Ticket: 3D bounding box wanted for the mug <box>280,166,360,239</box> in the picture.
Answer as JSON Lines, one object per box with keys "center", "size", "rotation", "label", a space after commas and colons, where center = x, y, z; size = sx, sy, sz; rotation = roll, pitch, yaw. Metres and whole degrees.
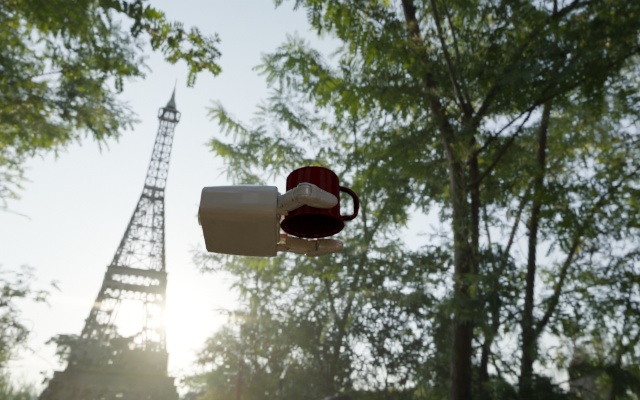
{"center": [0.002, 0.002, 0.709], "size": [0.117, 0.081, 0.093], "rotation": [1, -27, -4], "label": "mug"}
